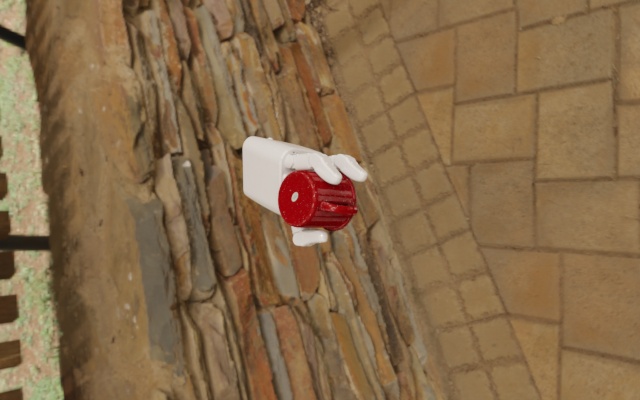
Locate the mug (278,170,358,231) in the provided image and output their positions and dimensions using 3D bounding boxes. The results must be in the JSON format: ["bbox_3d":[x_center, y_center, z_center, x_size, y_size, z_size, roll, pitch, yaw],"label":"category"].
[{"bbox_3d":[0.001,0.003,0.689,0.081,0.093,0.117,3,14,-46],"label":"mug"}]
